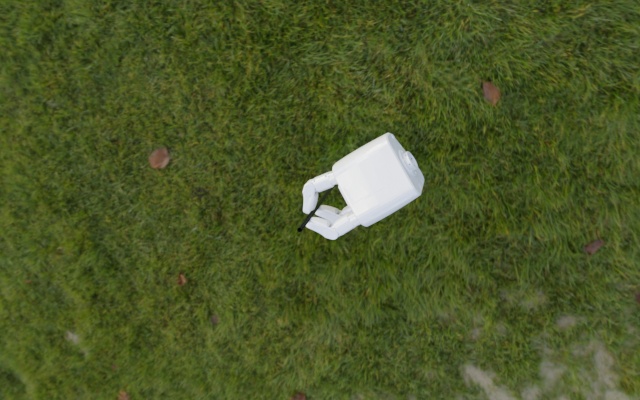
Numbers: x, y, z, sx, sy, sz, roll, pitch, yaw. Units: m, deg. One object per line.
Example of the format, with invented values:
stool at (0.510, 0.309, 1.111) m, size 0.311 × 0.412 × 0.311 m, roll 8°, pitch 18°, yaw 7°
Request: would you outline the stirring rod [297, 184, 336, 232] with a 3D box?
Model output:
stirring rod at (0.000, 0.003, 0.857) m, size 0.011 × 0.011 × 0.239 m, roll 0°, pitch 21°, yaw 17°
